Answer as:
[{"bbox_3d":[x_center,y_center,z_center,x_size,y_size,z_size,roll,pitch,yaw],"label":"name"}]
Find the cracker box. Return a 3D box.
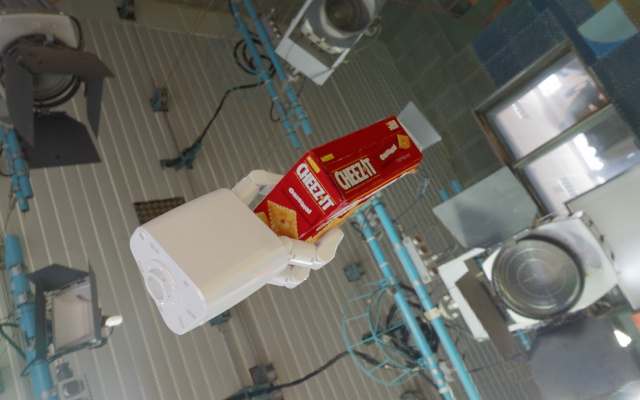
[{"bbox_3d":[0.000,0.002,0.579,0.164,0.072,0.214,-29,-8,-45],"label":"cracker box"}]
